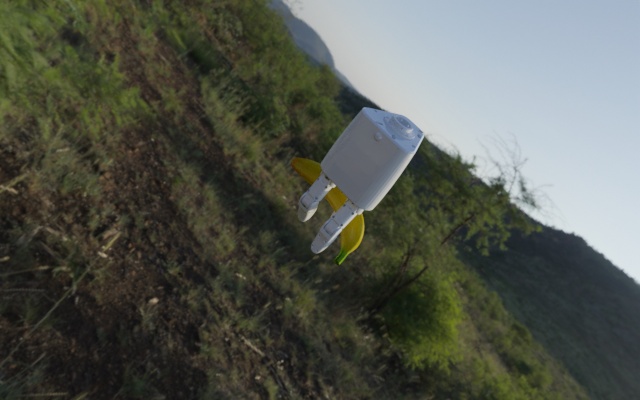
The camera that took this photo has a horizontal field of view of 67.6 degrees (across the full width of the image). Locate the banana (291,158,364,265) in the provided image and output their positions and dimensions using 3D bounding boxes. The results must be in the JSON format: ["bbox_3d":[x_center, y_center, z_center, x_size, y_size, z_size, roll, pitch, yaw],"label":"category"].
[{"bbox_3d":[0.019,0.001,0.732,0.069,0.197,0.037,-13,-32,-19],"label":"banana"}]
